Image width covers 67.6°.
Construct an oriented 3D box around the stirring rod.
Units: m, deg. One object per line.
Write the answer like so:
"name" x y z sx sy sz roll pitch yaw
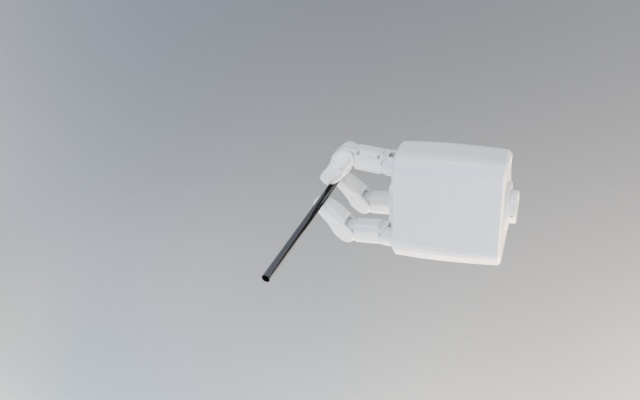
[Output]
"stirring rod" 0.000 0.002 0.508 0.011 0.011 0.239 0 34 29
